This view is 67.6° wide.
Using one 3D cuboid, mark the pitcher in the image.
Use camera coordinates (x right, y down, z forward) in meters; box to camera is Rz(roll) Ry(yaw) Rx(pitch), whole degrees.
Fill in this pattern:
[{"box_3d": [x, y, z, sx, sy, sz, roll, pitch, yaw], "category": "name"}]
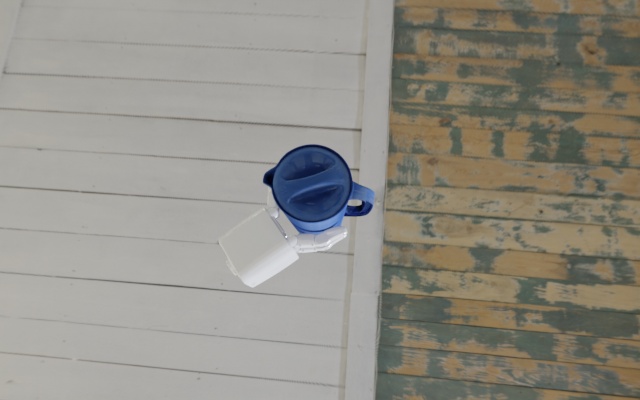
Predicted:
[{"box_3d": [0.000, 0.003, 0.880, 0.145, 0.149, 0.243, -36, -13, -7], "category": "pitcher"}]
